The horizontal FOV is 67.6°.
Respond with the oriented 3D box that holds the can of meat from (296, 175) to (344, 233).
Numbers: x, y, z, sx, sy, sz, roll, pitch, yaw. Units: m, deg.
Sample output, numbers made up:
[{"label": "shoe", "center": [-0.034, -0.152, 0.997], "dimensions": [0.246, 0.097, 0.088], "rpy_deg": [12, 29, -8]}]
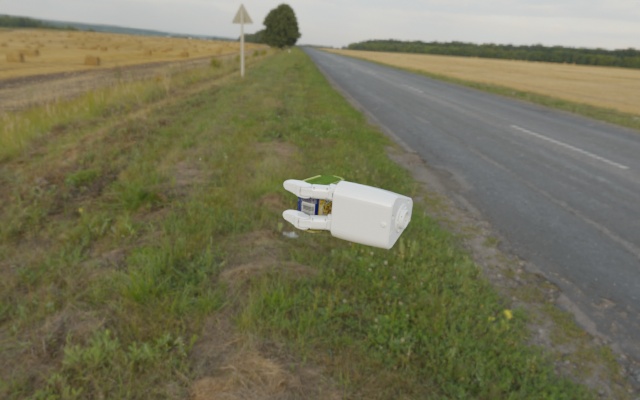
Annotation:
[{"label": "can of meat", "center": [0.000, 0.003, 0.876], "dimensions": [0.057, 0.084, 0.102], "rpy_deg": [16, 21, 30]}]
